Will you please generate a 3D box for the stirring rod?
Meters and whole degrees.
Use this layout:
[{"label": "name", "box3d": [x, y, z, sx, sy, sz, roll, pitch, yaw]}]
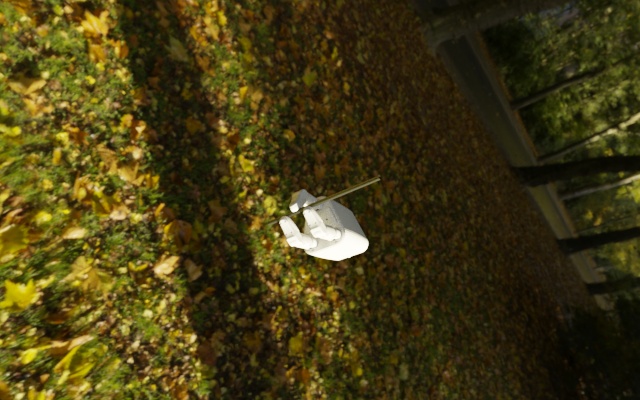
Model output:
[{"label": "stirring rod", "box3d": [0.000, 0.003, 0.853, 0.239, 0.011, 0.011, -23, -11, 27]}]
